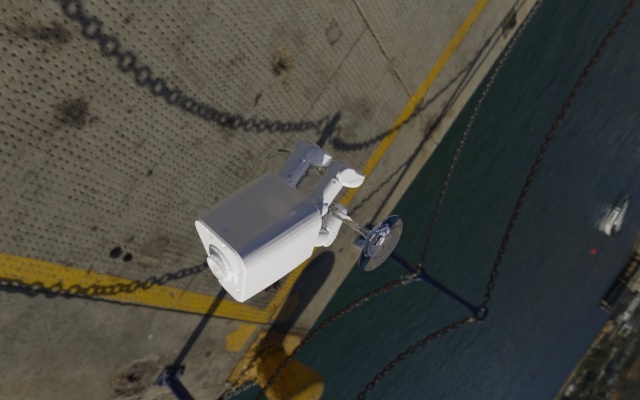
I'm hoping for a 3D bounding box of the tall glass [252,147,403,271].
[{"bbox_3d":[0.001,0.002,0.594,0.201,0.079,0.079,35,20,33],"label":"tall glass"}]
